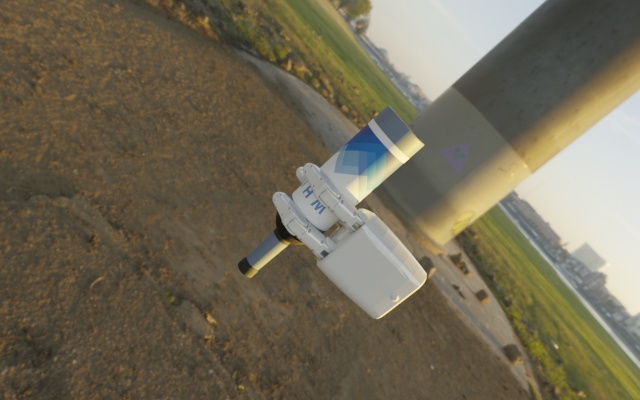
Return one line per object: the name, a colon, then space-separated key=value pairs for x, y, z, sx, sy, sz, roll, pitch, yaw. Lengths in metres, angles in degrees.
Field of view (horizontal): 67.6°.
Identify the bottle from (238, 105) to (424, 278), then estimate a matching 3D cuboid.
bottle: x=0.000 y=0.002 z=0.624 sx=0.296 sy=0.069 sz=0.069 roll=-42 pitch=-14 yaw=16
